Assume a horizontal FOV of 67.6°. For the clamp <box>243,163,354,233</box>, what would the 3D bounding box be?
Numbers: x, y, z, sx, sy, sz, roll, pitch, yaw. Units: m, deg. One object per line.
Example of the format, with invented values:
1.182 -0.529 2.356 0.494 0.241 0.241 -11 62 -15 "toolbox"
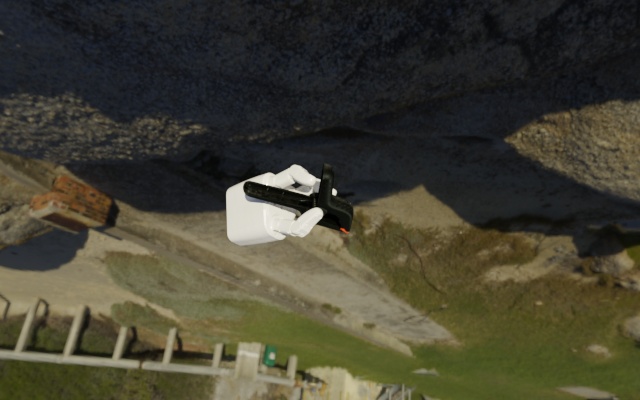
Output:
0.000 0.004 0.787 0.164 0.036 0.210 -14 -32 38 "clamp"
